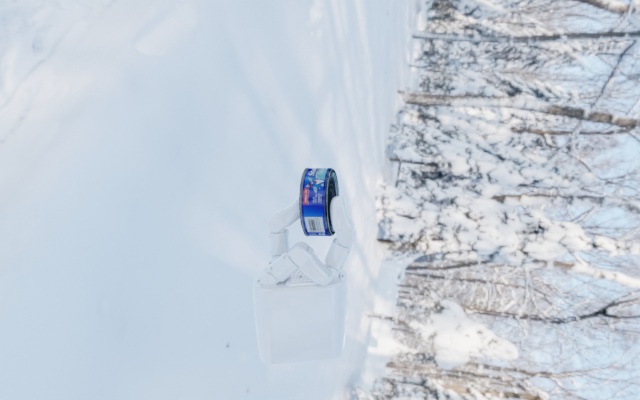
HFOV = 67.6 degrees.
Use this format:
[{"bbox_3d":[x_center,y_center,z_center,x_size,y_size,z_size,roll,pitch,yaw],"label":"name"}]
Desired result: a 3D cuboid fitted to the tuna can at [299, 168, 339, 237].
[{"bbox_3d":[0.001,0.002,0.591,0.034,0.086,0.086,0,0,12],"label":"tuna can"}]
